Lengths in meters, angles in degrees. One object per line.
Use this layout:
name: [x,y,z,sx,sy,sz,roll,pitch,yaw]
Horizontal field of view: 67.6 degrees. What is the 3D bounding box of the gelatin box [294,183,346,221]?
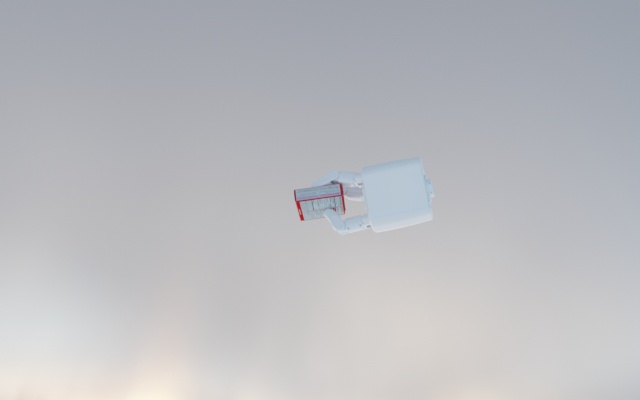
gelatin box: [0.000,0.003,0.882,0.089,0.030,0.073,-9,-31,2]
